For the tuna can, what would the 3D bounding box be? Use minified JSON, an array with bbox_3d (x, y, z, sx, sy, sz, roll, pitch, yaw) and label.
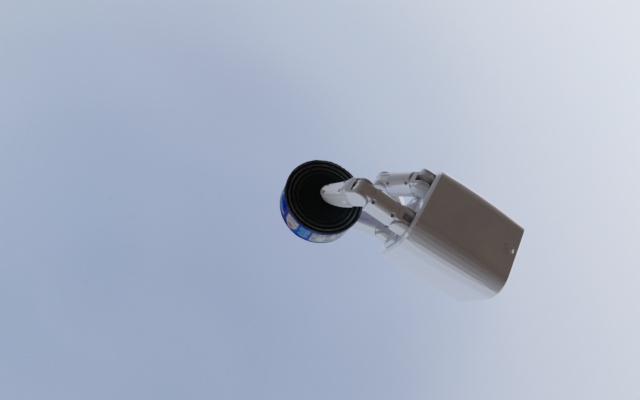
[{"bbox_3d":[0.000,0.002,0.513,0.086,0.086,0.034,0,-24,-18],"label":"tuna can"}]
